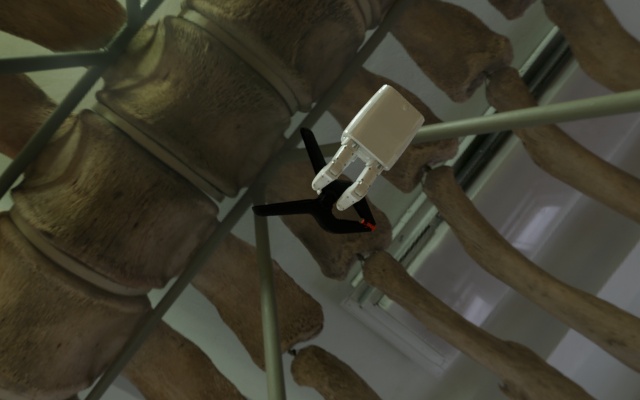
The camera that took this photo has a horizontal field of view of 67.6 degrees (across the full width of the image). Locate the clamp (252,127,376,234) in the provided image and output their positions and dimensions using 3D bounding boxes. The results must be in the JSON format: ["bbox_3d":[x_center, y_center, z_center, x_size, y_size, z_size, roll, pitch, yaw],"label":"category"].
[{"bbox_3d":[0.000,0.003,0.810,0.210,0.164,0.036,39,-1,-17],"label":"clamp"}]
